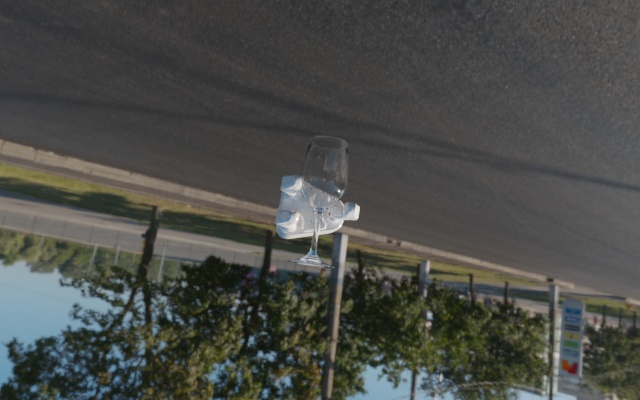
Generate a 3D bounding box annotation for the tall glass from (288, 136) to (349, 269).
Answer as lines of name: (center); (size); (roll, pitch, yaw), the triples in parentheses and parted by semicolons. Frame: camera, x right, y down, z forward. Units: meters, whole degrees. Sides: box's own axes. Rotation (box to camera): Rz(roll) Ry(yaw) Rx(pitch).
tall glass: (0.000, 0.003, 0.755); (0.079, 0.201, 0.079); (8, -10, 1)
